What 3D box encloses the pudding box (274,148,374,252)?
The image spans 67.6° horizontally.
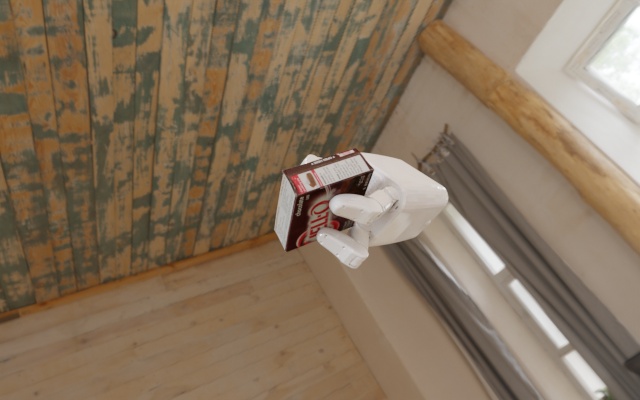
[{"bbox_3d":[0.000,0.002,0.514,0.090,0.039,0.114,-20,-31,-23],"label":"pudding box"}]
